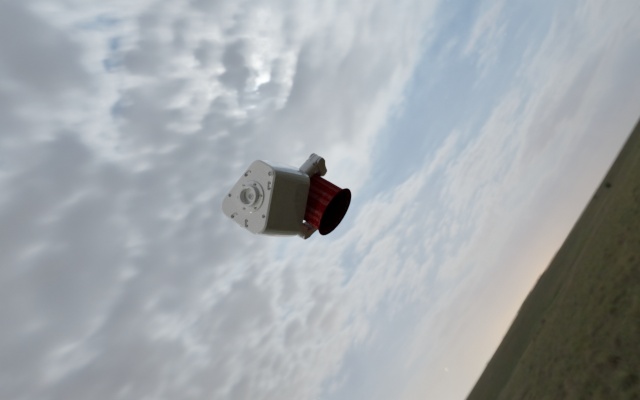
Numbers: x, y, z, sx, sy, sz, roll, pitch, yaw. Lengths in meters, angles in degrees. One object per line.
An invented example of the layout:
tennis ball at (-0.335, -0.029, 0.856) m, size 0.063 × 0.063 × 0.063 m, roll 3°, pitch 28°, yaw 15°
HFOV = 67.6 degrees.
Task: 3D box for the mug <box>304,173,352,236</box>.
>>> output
mug at (0.001, 0.003, 0.848) m, size 0.081 × 0.093 × 0.117 m, roll 31°, pitch 8°, yaw 25°
